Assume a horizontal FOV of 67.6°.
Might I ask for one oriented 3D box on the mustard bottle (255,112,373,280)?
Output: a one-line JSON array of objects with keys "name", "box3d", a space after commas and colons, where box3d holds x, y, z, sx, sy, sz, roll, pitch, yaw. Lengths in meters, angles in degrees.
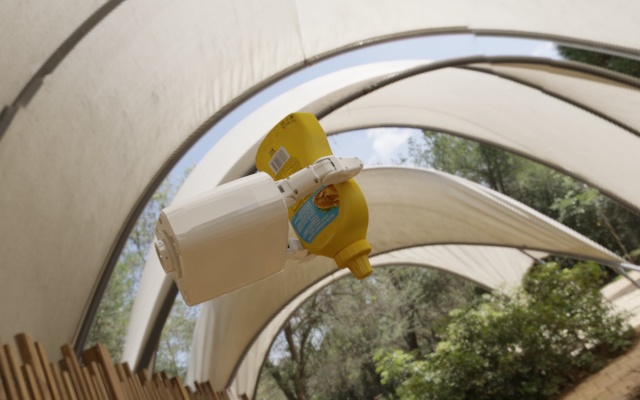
[{"name": "mustard bottle", "box3d": [0.000, 0.001, 0.528, 0.058, 0.191, 0.096, -7, -31, -48]}]
